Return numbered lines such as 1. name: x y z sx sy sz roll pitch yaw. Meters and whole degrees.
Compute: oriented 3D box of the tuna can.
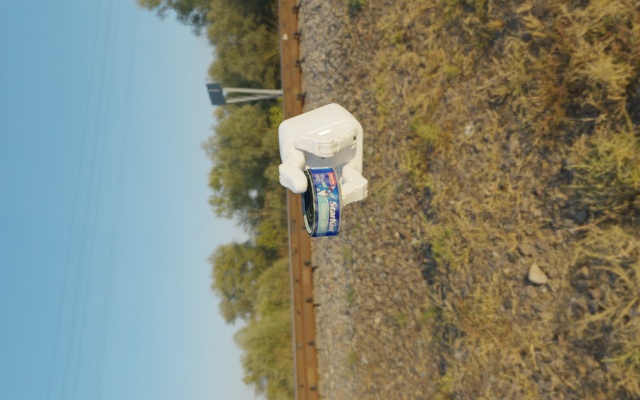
1. tuna can: 0.000 0.002 0.581 0.034 0.086 0.086 -4 1 -12
